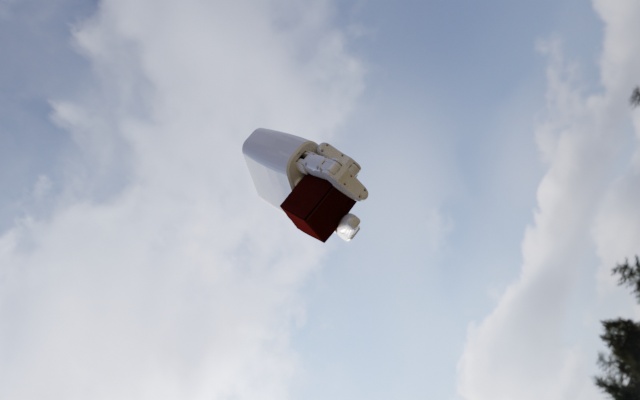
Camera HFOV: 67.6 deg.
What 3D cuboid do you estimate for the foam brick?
[{"bbox_3d":[0.000,0.002,0.584,0.051,0.078,0.053,24,-23,42],"label":"foam brick"}]
